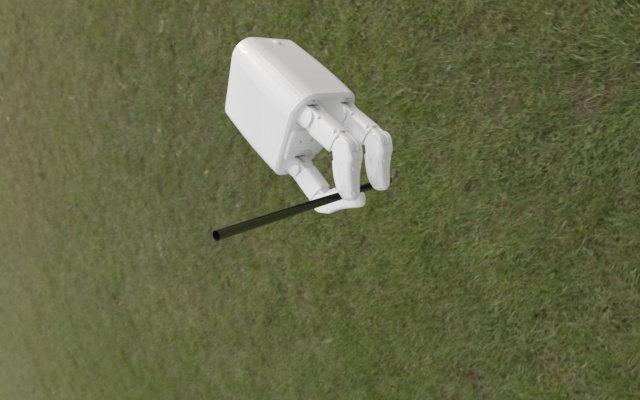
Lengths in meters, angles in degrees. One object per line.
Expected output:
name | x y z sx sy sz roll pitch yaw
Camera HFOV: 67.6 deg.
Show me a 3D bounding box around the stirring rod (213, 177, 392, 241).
stirring rod | 0.000 0.001 0.434 0.011 0.011 0.239 0 11 40
